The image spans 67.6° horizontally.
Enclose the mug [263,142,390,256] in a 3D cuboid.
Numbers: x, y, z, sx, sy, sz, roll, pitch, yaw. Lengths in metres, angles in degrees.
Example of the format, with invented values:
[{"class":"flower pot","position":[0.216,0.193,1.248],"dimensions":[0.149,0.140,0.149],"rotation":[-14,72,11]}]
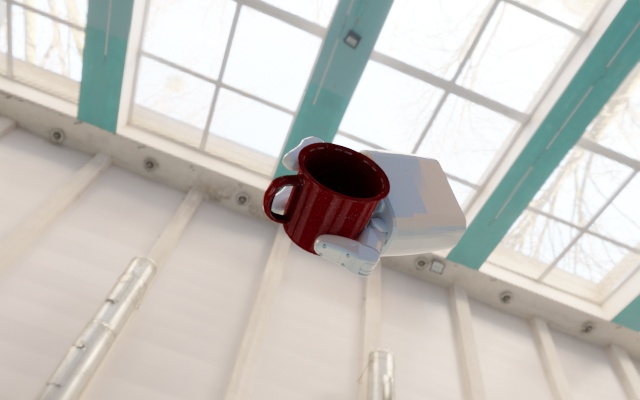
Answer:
[{"class":"mug","position":[-0.001,0.002,0.468],"dimensions":[0.117,0.081,0.093],"rotation":[0,41,-29]}]
